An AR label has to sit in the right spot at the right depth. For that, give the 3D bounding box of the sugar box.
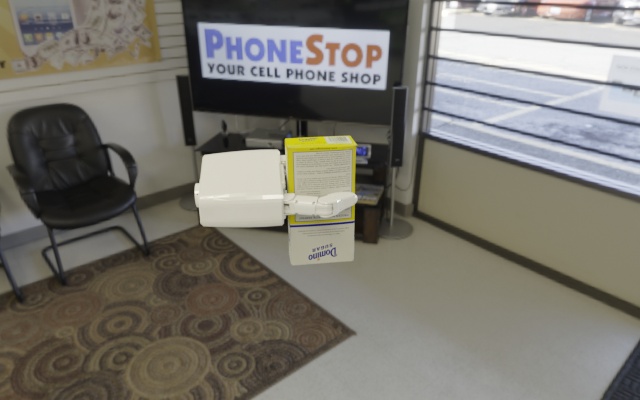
[{"bbox_3d":[0.000,0.002,0.661,0.093,0.176,0.048,-3,26,-8],"label":"sugar box"}]
